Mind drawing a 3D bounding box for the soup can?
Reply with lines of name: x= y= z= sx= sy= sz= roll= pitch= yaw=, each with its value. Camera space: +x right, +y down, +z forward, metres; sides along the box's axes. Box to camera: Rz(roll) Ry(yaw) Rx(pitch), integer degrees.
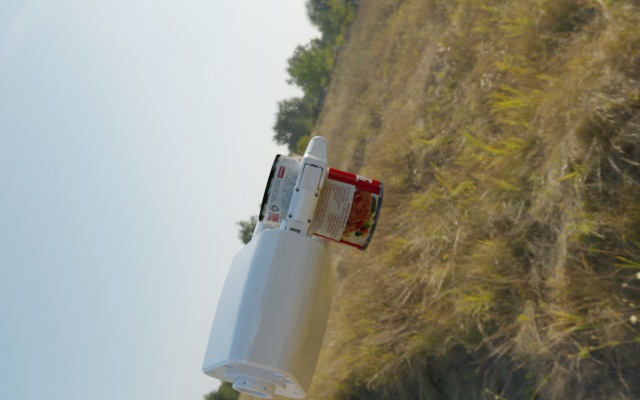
soup can: x=0.000 y=0.001 z=0.445 sx=0.102 sy=0.068 sz=0.068 roll=15 pitch=-1 yaw=-3
